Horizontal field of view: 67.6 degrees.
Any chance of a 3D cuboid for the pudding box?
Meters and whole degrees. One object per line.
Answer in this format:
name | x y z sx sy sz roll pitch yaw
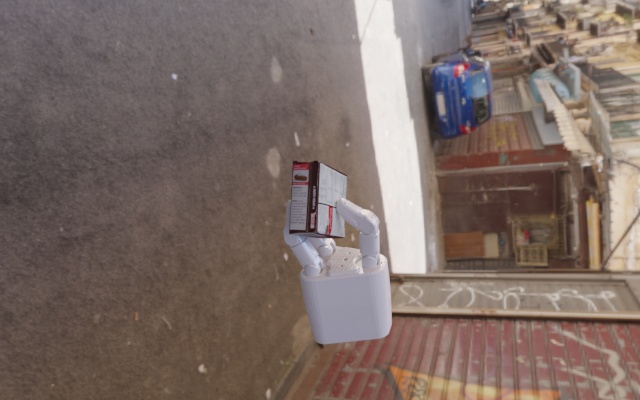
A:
pudding box | 0.000 0.002 0.611 0.039 0.090 0.113 0 -7 20
